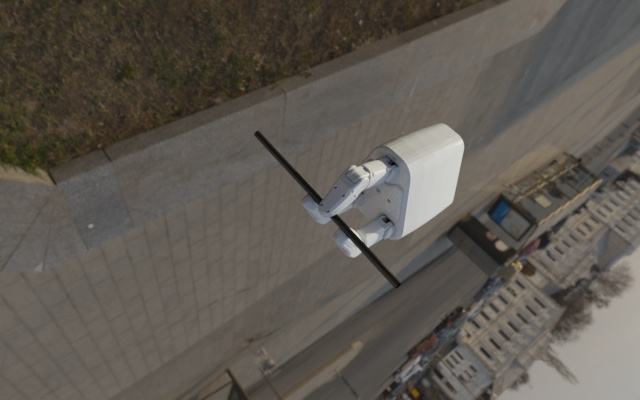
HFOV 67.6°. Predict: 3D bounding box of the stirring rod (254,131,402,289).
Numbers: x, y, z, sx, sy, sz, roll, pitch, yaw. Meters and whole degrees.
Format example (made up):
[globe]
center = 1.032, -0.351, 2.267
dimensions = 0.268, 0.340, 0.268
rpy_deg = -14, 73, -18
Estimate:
[stirring rod]
center = 0.000, 0.002, 0.505
dimensions = 0.239, 0.011, 0.011
rpy_deg = 47, 24, 25
